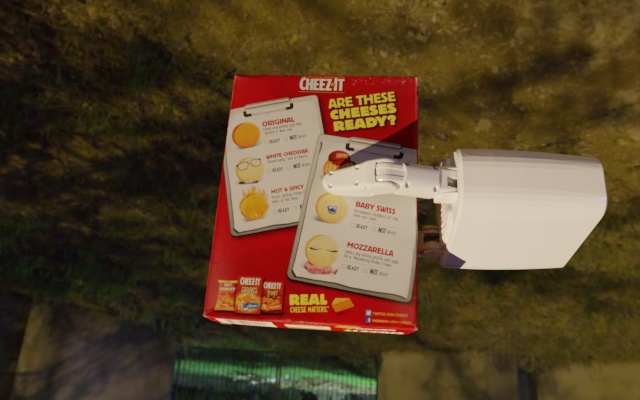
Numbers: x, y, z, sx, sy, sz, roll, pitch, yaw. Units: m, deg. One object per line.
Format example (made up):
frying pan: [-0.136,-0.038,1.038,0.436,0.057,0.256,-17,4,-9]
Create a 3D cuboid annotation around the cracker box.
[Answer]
cracker box: [0.000,0.001,0.415,0.164,0.213,0.072,2,-18,4]
